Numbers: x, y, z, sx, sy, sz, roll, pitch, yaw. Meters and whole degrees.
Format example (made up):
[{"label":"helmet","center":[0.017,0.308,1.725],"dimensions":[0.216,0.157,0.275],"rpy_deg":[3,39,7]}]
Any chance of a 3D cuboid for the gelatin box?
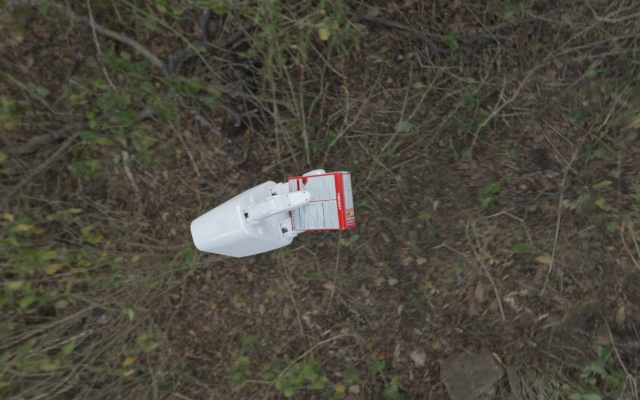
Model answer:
[{"label":"gelatin box","center":[0.000,0.002,0.633],"dimensions":[0.089,0.073,0.030],"rpy_deg":[-5,1,37]}]
